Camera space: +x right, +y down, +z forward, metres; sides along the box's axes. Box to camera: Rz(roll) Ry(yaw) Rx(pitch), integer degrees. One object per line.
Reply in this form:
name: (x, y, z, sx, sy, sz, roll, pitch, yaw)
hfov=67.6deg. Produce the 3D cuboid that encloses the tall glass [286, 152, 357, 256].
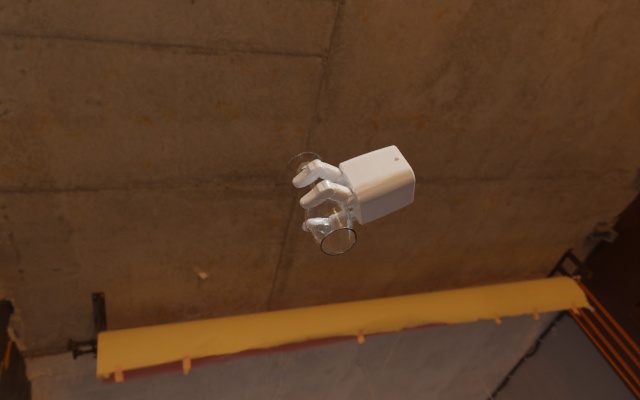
tall glass: (0.000, 0.002, 0.833, 0.079, 0.079, 0.201, 0, 41, -22)
